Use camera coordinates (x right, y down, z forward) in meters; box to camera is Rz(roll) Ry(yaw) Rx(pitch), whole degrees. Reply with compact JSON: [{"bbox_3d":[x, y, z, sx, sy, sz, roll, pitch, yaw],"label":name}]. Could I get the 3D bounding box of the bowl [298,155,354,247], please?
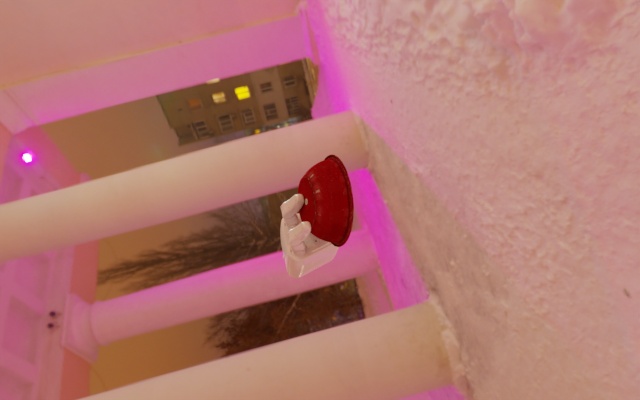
[{"bbox_3d":[0.000,0.002,0.824,0.055,0.162,0.162,-5,2,-21],"label":"bowl"}]
